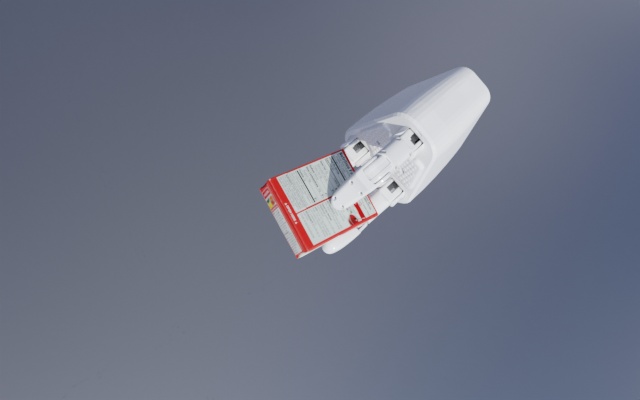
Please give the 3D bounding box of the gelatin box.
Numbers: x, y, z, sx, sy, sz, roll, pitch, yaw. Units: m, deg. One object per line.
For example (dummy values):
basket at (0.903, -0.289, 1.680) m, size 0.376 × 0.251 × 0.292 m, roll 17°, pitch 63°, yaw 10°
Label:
gelatin box at (0.000, 0.001, 0.442) m, size 0.089 × 0.073 × 0.030 m, roll -25°, pitch -7°, yaw -31°
